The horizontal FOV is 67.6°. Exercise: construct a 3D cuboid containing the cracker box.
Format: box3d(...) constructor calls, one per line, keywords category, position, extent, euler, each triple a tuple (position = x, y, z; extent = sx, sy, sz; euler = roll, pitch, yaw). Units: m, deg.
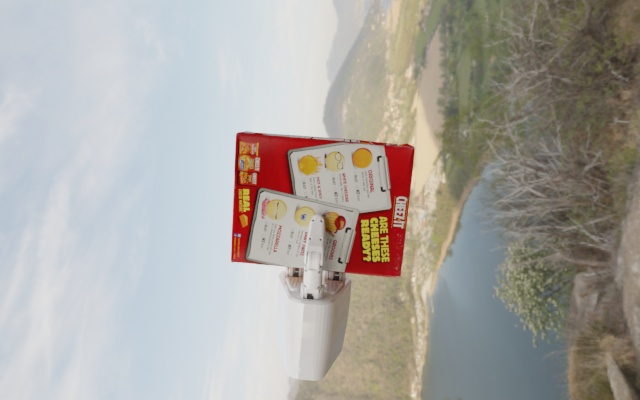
box3d(category="cracker box", position=(0.000, 0.002, 0.605), extent=(0.214, 0.164, 0.072), euler=(5, 12, 2))
